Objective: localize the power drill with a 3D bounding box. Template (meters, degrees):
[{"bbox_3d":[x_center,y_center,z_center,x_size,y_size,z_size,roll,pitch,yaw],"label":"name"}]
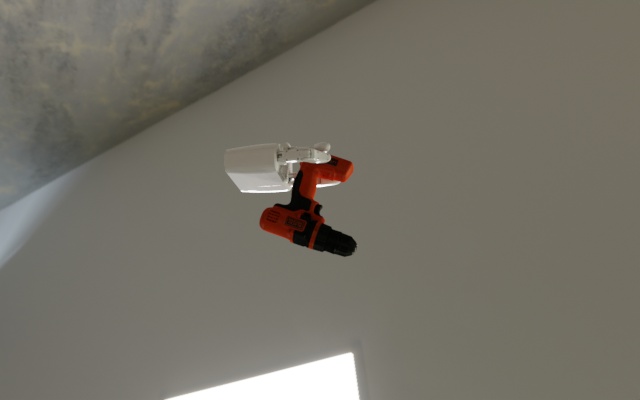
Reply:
[{"bbox_3d":[0.000,0.002,0.898,0.184,0.187,0.057,19,-28,5],"label":"power drill"}]
